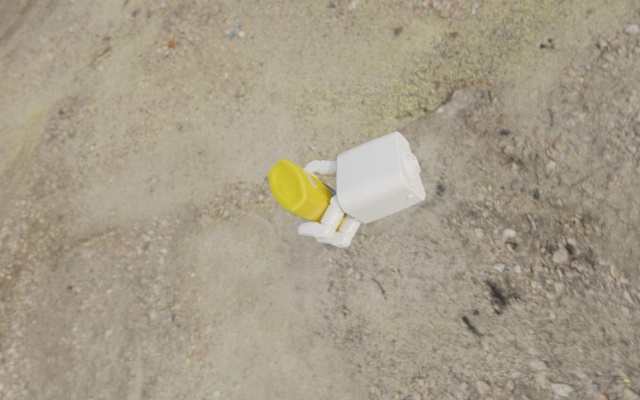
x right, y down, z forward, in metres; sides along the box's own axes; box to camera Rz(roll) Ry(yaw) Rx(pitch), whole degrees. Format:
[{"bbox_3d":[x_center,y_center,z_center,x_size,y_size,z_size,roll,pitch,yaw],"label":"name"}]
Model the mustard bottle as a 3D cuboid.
[{"bbox_3d":[0.000,0.003,0.783,0.192,0.058,0.096,28,22,-52],"label":"mustard bottle"}]
